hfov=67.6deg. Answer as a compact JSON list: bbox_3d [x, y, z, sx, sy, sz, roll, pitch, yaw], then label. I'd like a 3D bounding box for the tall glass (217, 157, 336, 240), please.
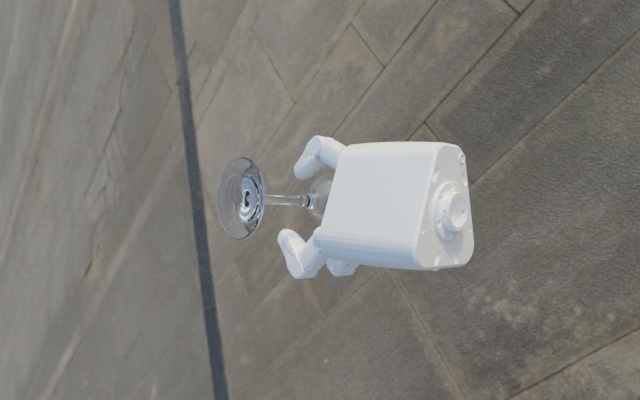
[{"bbox_3d":[-0.001,0.002,0.494,0.201,0.079,0.079,3,-2,-43],"label":"tall glass"}]
